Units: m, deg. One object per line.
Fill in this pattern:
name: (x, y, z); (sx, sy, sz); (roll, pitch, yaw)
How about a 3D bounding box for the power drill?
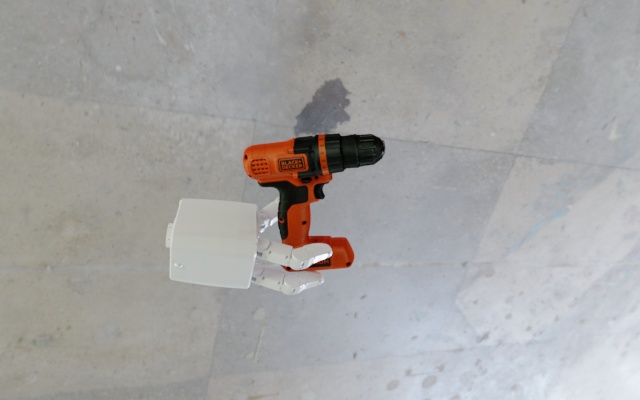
power drill: (0.000, 0.003, 0.647); (0.184, 0.188, 0.057); (-5, 23, 8)
